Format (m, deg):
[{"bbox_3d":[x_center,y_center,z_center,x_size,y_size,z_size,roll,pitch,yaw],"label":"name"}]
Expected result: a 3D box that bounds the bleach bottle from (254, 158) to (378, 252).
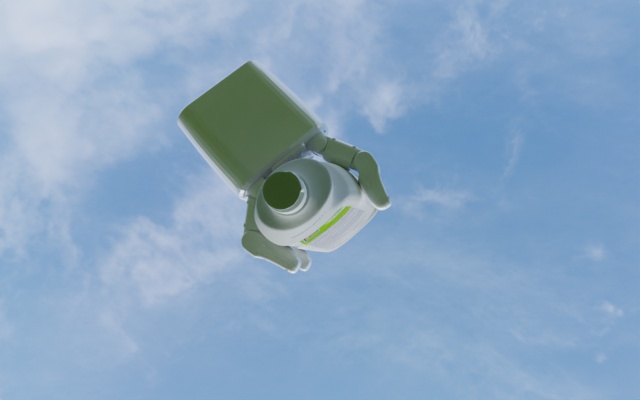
[{"bbox_3d":[0.000,0.002,0.461,0.102,0.068,0.251,-44,-12,2],"label":"bleach bottle"}]
